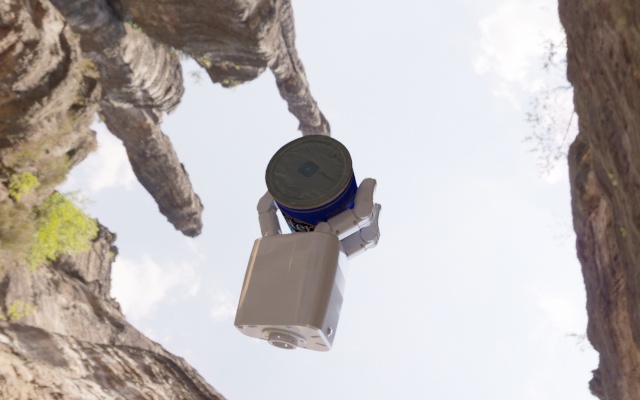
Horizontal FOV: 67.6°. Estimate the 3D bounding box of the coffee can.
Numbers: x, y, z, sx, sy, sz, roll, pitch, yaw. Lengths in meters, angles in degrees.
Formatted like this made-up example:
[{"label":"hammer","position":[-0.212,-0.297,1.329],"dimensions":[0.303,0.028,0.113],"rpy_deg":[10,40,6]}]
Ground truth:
[{"label":"coffee can","position":[0.000,0.002,0.597],"dimensions":[0.103,0.102,0.140],"rpy_deg":[0,-33,15]}]
